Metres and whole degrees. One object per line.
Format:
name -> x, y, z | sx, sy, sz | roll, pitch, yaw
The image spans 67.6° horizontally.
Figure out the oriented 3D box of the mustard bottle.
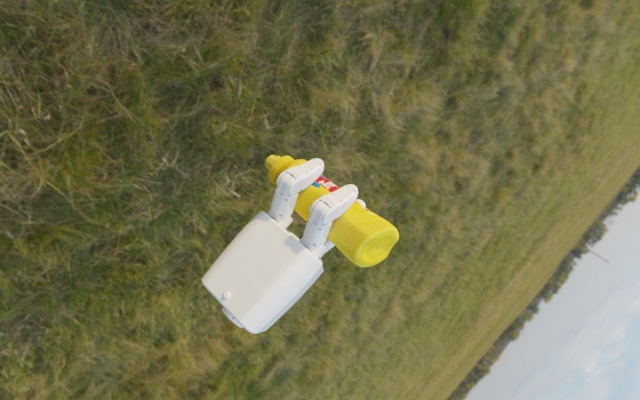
mustard bottle -> 0.000, 0.002, 0.579 | 0.191, 0.058, 0.096 | 38, 15, 27
